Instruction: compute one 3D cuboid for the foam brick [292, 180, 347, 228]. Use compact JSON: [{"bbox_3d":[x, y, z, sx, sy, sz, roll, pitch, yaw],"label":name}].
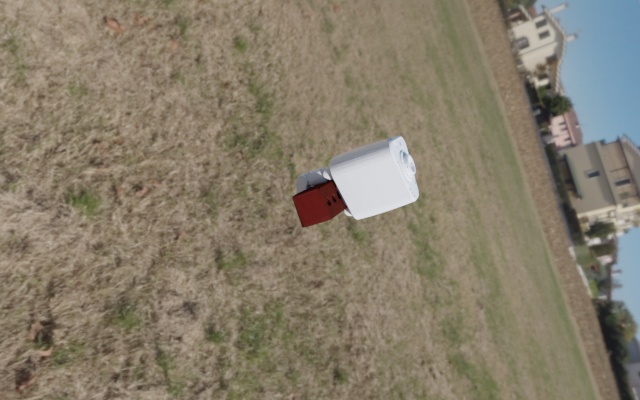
[{"bbox_3d":[0.000,0.003,0.754,0.051,0.053,0.078,-17,8,26],"label":"foam brick"}]
